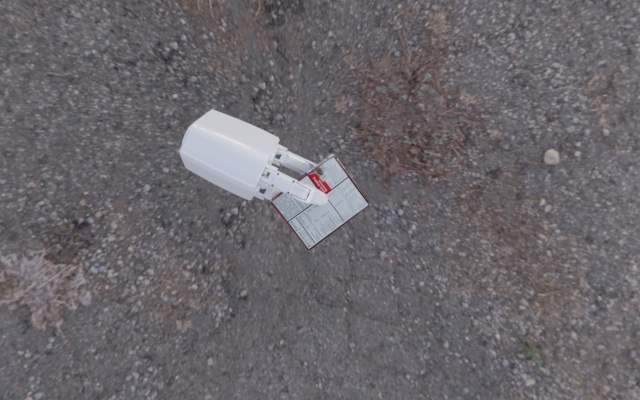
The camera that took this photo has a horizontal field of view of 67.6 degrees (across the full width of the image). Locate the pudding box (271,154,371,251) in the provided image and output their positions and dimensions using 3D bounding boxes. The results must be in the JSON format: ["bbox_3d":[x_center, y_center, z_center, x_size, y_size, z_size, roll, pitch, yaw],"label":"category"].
[{"bbox_3d":[0.000,0.002,0.673,0.113,0.090,0.039,-36,7,3],"label":"pudding box"}]
